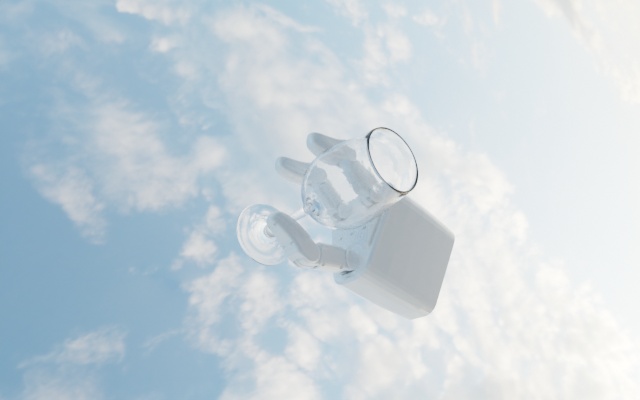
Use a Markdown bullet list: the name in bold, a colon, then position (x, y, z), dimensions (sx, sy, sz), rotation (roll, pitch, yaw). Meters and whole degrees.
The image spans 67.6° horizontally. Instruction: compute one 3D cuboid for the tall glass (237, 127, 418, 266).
- **tall glass**: position (0.000, 0.002, 0.470), dimensions (0.079, 0.079, 0.201), rotation (0, -22, -42)
